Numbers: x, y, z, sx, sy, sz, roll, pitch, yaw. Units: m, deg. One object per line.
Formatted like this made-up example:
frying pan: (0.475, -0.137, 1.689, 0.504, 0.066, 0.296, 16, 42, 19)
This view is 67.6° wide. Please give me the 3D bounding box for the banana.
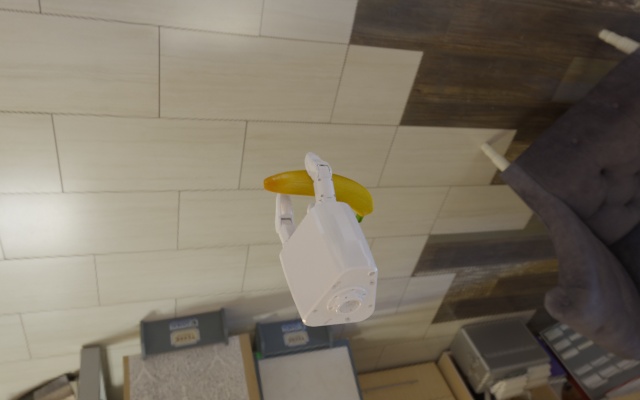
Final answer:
banana: (0.014, -0.009, 0.676, 0.198, 0.037, 0.070, 22, -57, -38)
